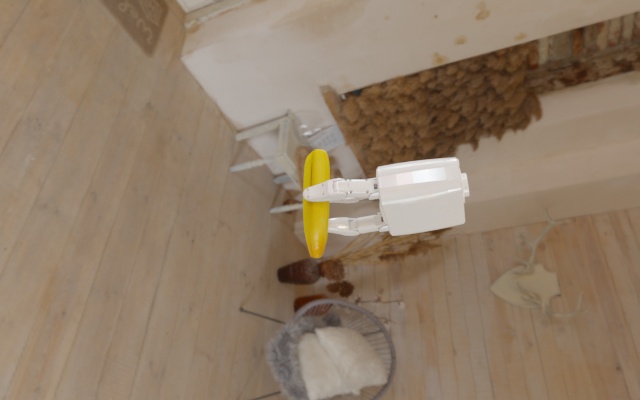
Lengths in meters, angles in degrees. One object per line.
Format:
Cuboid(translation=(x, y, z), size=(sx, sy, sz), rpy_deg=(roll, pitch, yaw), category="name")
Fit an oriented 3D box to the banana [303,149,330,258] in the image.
Cuboid(translation=(-0.003, -0.013, 0.691), size=(0.037, 0.197, 0.070), rpy_deg=(-6, -44, 9), category="banana")
